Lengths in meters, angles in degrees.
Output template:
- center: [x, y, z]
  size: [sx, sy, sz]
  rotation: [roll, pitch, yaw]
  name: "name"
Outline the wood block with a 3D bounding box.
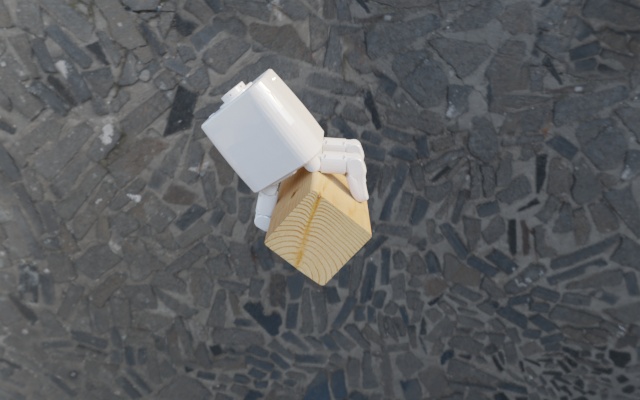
- center: [0.000, 0.002, 0.624]
  size: [0.090, 0.091, 0.206]
  rotation: [38, 20, -14]
  name: "wood block"
